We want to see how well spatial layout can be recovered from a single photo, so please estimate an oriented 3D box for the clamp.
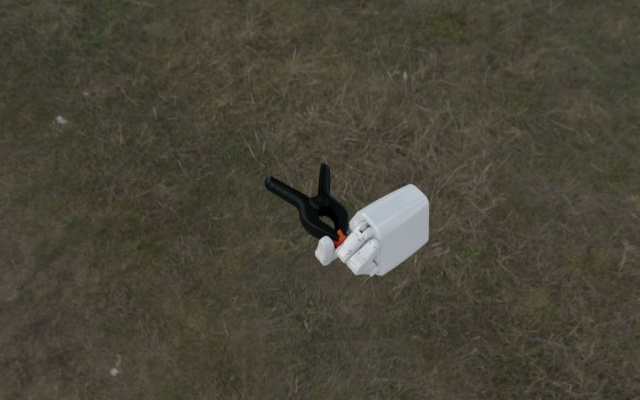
[{"bbox_3d":[0.000,0.002,0.783,0.120,0.171,0.039,-28,-28,-25],"label":"clamp"}]
